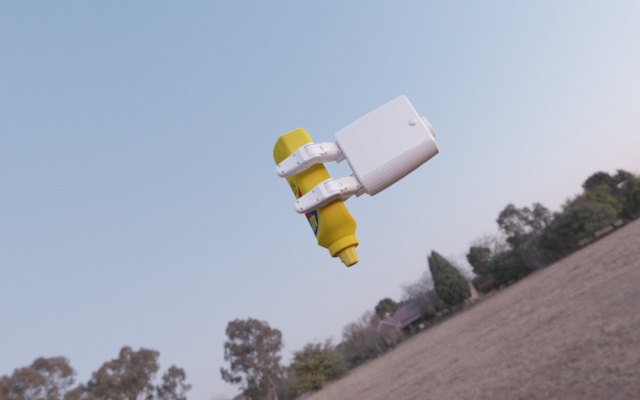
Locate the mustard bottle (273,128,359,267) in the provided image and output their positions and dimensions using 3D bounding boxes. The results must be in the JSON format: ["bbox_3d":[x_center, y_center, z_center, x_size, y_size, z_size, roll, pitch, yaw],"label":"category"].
[{"bbox_3d":[0.000,0.002,0.646,0.058,0.191,0.096,-24,-19,-13],"label":"mustard bottle"}]
